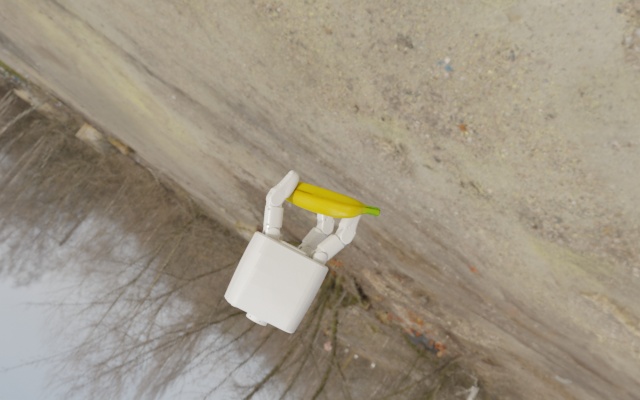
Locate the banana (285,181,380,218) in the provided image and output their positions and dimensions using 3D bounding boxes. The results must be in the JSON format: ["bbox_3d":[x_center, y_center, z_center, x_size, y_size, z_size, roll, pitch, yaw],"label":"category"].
[{"bbox_3d":[-0.009,-0.002,0.703,0.197,0.037,0.070,18,-3,43],"label":"banana"}]
